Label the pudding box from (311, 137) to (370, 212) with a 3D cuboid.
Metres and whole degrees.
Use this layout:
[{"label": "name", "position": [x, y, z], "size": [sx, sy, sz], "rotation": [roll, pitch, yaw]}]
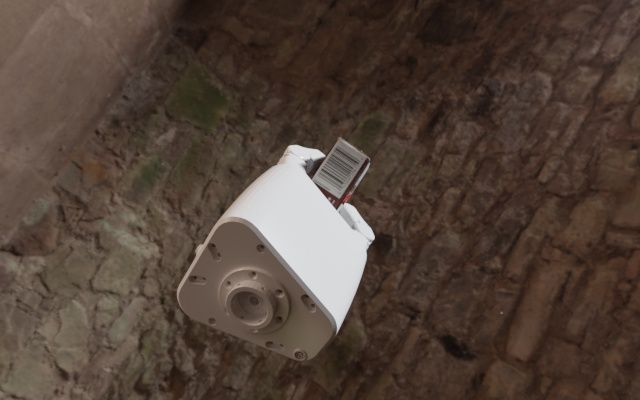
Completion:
[{"label": "pudding box", "position": [0.000, 0.002, 0.460], "size": [0.039, 0.113, 0.090], "rotation": [36, -3, 2]}]
